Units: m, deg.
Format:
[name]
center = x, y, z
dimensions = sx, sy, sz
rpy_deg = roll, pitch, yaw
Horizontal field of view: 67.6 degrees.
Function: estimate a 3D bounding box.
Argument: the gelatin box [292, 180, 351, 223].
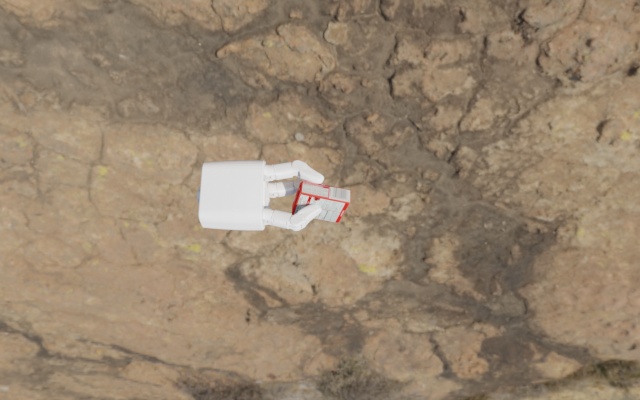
[gelatin box]
center = 0.000, 0.003, 0.822
dimensions = 0.089, 0.030, 0.073
rpy_deg = 11, -33, -8
